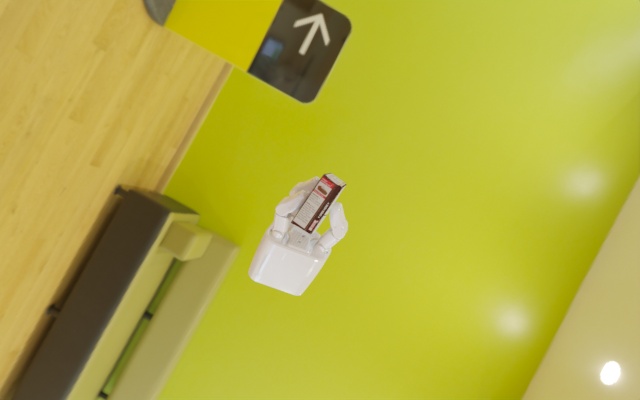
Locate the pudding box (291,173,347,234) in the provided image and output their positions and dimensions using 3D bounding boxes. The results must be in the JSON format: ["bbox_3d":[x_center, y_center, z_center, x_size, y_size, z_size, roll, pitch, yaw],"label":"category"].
[{"bbox_3d":[0.000,0.003,0.752,0.039,0.090,0.113,34,7,1],"label":"pudding box"}]
